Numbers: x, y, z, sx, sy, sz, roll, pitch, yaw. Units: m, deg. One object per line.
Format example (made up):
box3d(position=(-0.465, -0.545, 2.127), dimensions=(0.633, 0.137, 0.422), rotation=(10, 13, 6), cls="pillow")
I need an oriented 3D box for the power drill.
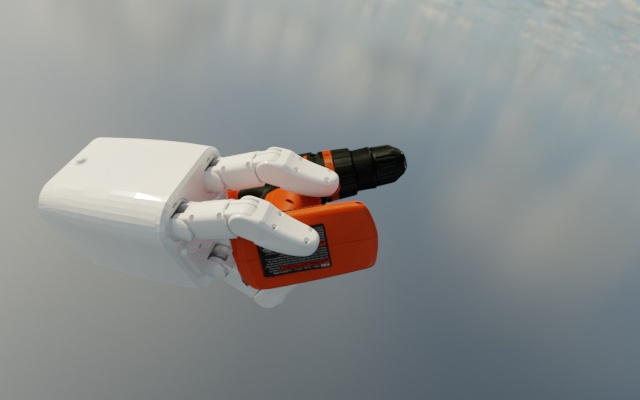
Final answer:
box3d(position=(0.000, 0.002, 0.423), dimensions=(0.184, 0.057, 0.187), rotation=(-13, 19, 2), cls="power drill")
